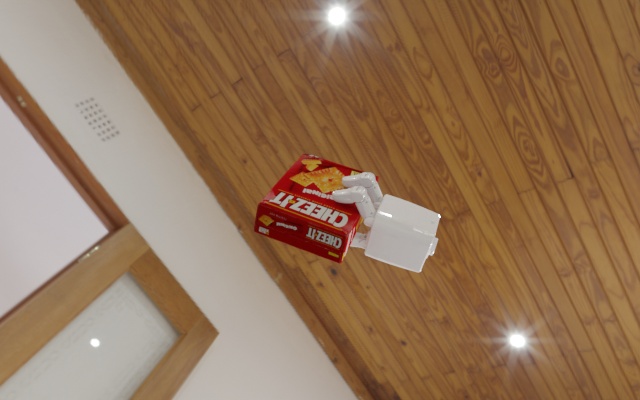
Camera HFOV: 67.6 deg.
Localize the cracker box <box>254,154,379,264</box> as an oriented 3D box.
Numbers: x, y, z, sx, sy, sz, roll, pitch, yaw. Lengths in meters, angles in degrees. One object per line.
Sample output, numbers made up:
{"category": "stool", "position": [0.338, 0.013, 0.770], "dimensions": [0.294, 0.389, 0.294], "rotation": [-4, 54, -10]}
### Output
{"category": "cracker box", "position": [0.000, 0.003, 0.876], "dimensions": [0.164, 0.072, 0.213], "rotation": [19, 34, 11]}
